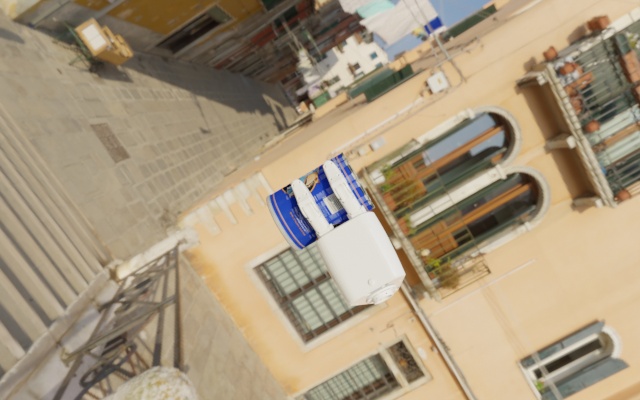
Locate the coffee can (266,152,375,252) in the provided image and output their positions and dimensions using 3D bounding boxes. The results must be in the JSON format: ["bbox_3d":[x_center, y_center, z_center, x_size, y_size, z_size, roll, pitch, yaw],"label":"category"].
[{"bbox_3d":[0.000,0.002,0.756,0.140,0.103,0.103,-30,-4,6],"label":"coffee can"}]
